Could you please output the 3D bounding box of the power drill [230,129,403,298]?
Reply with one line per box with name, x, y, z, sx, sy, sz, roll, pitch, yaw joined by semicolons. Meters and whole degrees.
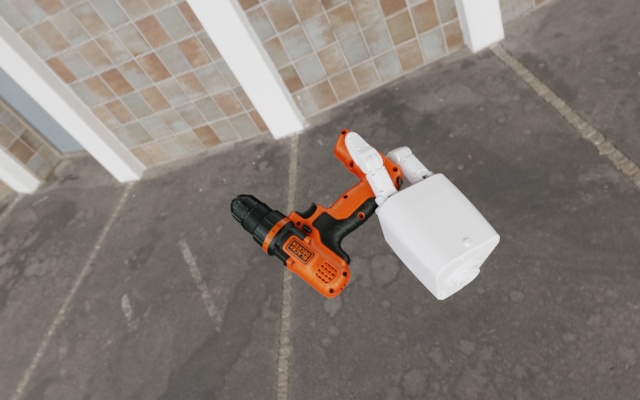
power drill;0.001;0.002;0.615;0.184;0.187;0.057;38;-8;14
